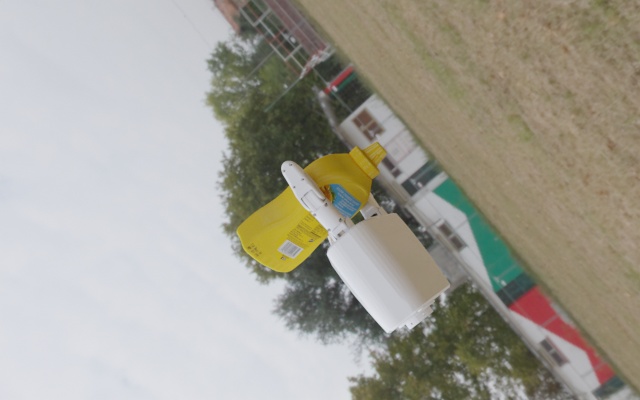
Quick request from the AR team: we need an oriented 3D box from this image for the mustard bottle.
[{"bbox_3d":[0.000,0.002,0.560,0.096,0.191,0.058,37,16,-46],"label":"mustard bottle"}]
